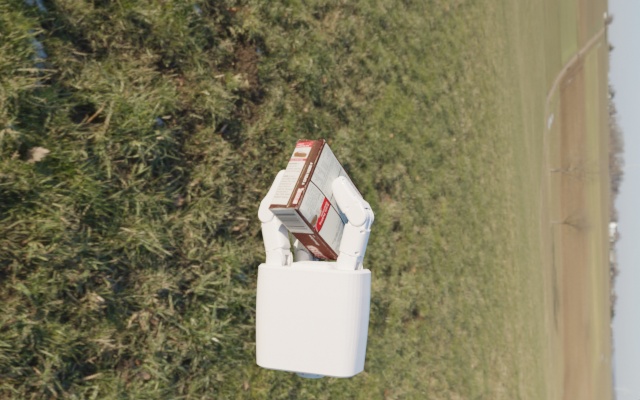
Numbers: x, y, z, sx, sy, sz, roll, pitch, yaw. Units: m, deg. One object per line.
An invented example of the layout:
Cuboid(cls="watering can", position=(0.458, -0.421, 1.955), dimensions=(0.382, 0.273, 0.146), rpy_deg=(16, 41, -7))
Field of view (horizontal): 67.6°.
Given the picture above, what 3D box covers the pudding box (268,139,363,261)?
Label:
Cuboid(cls="pudding box", position=(0.000, 0.002, 0.523), dimensions=(0.039, 0.090, 0.114), rpy_deg=(3, -32, 31))
